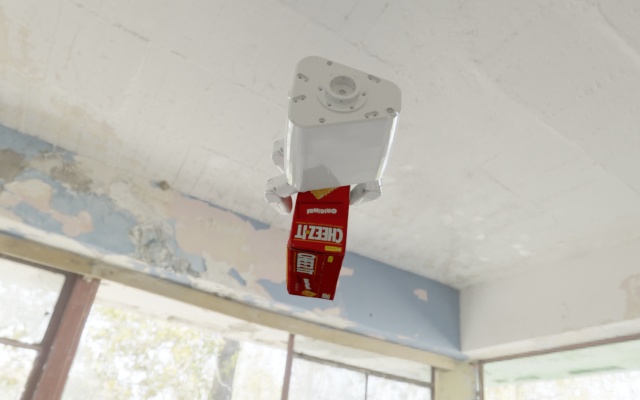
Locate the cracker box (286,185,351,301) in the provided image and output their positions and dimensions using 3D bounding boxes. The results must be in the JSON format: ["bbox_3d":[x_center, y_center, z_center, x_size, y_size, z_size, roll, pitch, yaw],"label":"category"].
[{"bbox_3d":[0.000,0.002,0.629,0.072,0.213,0.164,7,-29,1],"label":"cracker box"}]
